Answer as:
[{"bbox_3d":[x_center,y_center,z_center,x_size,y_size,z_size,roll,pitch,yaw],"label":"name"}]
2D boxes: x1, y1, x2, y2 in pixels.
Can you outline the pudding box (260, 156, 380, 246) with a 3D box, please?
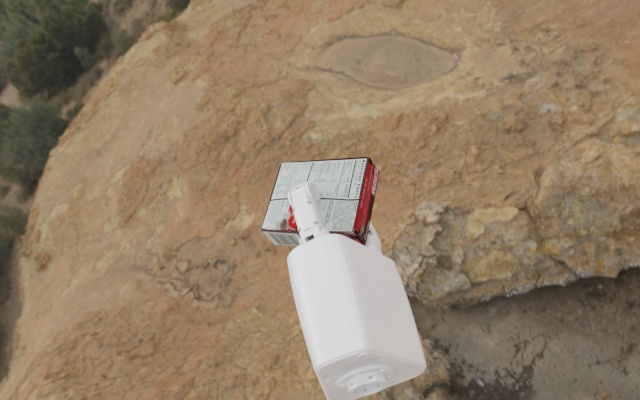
[{"bbox_3d":[0.000,0.002,0.507,0.113,0.090,0.039,0,-30,27],"label":"pudding box"}]
